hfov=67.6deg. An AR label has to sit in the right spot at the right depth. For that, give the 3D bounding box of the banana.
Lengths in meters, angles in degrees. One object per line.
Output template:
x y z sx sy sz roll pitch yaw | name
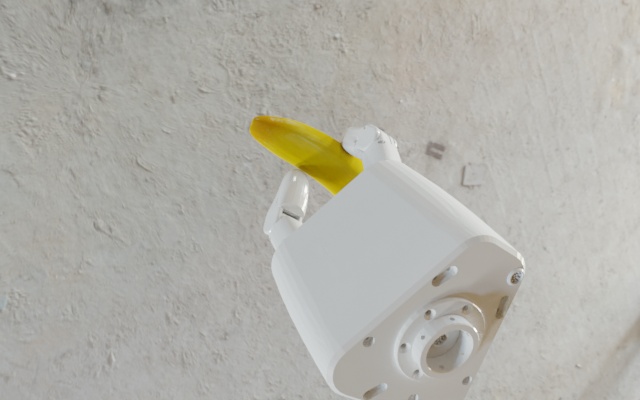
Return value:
0.018 -0.005 0.417 0.069 0.198 0.037 -29 34 8 | banana
